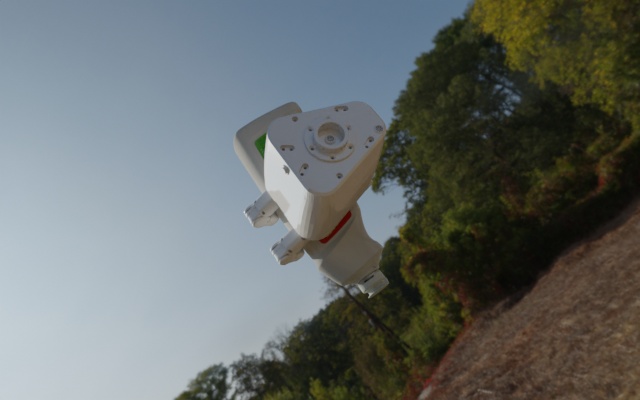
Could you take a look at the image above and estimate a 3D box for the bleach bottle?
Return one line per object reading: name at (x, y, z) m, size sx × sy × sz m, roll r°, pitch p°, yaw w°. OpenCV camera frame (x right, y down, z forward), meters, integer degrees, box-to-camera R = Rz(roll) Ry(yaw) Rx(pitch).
bleach bottle at (0.000, 0.002, 0.574) m, size 0.102 × 0.250 × 0.068 m, roll -32°, pitch -18°, yaw -18°
